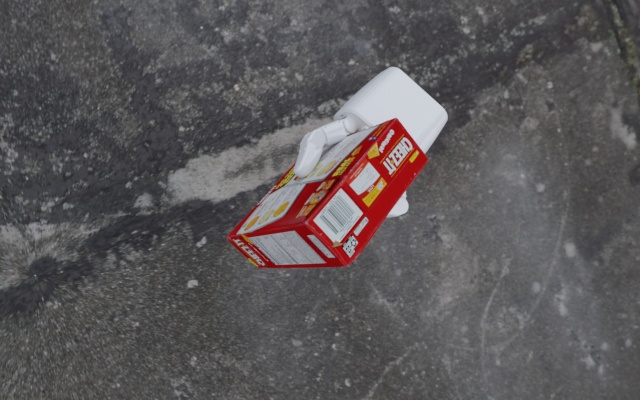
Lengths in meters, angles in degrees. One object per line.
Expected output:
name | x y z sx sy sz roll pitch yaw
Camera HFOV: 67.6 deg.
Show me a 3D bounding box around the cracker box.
cracker box | 0.000 0.002 0.564 0.164 0.072 0.214 -50 17 -27
